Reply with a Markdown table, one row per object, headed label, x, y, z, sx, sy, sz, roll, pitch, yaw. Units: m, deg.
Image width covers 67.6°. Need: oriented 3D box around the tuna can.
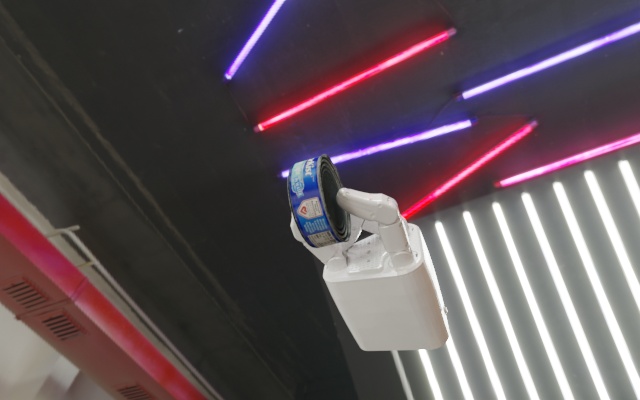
| label | x | y | z | sx | sy | sz | roll | pitch | yaw |
| --- | --- | --- | --- | --- | --- | --- | --- | --- | --- |
| tuna can | 0.000 | 0.002 | 0.456 | 0.034 | 0.086 | 0.086 | -15 | -4 | 16 |
